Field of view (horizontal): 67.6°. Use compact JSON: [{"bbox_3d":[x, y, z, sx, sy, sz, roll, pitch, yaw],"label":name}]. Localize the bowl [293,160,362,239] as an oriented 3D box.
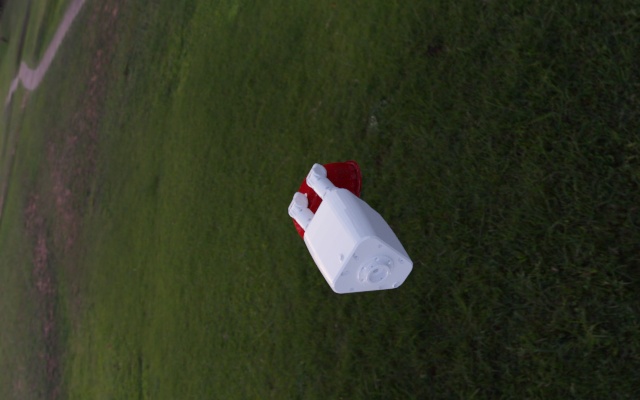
[{"bbox_3d":[-0.001,0.002,0.758,0.055,0.162,0.162,21,-8,-20],"label":"bowl"}]
